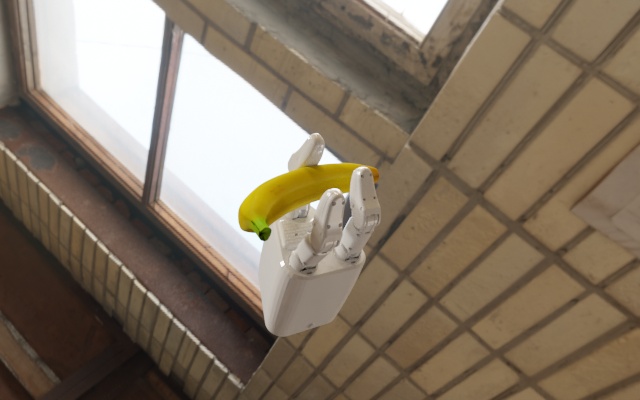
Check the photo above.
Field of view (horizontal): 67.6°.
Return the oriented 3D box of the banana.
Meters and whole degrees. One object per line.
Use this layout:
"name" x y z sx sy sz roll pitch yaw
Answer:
"banana" -0.017 -0.005 0.469 0.069 0.037 0.197 26 32 26
